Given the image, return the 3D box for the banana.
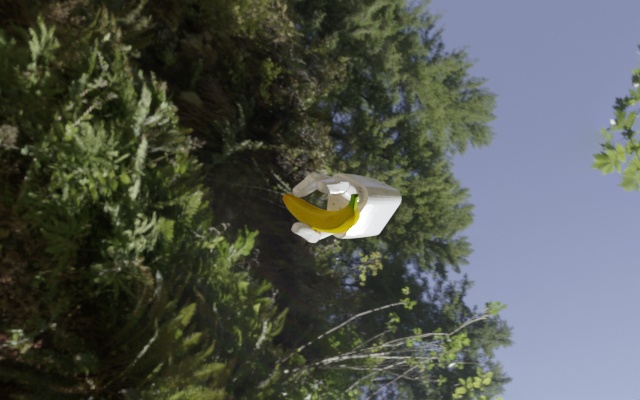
[{"bbox_3d":[0.004,0.021,0.809,0.037,0.069,0.198,-12,7,-39],"label":"banana"}]
